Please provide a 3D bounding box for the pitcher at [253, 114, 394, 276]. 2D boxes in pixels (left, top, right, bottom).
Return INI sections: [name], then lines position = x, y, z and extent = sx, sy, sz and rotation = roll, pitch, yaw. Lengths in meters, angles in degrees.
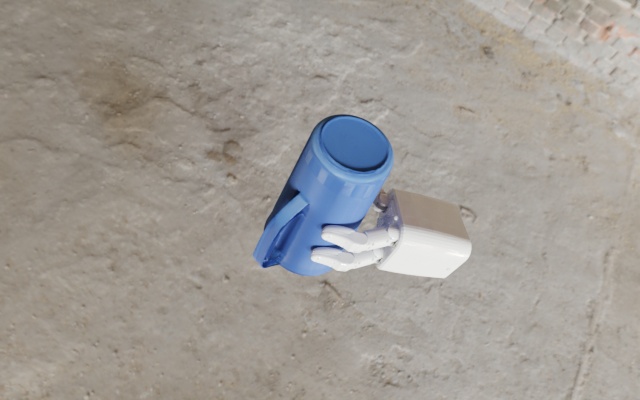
[pitcher]
position = 0.000, 0.002, 0.662
extent = 0.145, 0.149, 0.243
rotation = 13, -36, -11
